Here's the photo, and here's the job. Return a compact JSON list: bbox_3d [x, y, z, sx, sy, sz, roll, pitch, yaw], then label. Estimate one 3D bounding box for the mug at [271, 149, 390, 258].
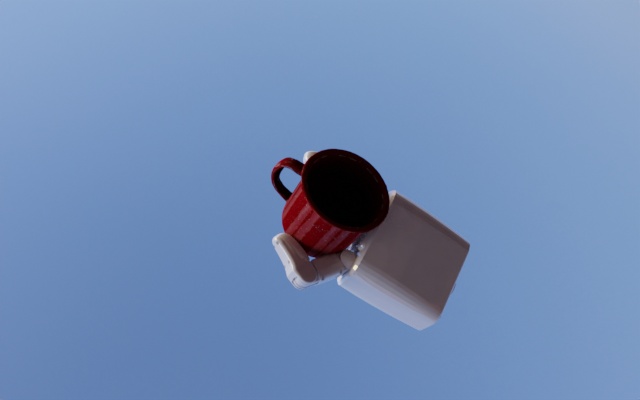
[{"bbox_3d":[-0.001,0.001,0.485,0.117,0.093,0.081,33,-38,-4],"label":"mug"}]
